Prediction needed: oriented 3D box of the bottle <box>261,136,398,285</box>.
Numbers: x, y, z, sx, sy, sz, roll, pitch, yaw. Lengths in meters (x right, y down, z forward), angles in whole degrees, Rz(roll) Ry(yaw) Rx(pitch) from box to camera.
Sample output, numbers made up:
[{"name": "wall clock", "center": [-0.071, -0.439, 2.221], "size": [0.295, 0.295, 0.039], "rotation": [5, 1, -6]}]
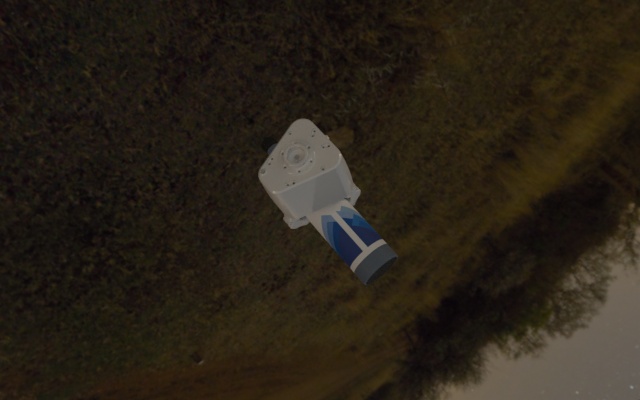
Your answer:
[{"name": "bottle", "center": [0.000, 0.003, 0.766], "size": [0.295, 0.069, 0.069], "rotation": [48, 22, 21]}]
